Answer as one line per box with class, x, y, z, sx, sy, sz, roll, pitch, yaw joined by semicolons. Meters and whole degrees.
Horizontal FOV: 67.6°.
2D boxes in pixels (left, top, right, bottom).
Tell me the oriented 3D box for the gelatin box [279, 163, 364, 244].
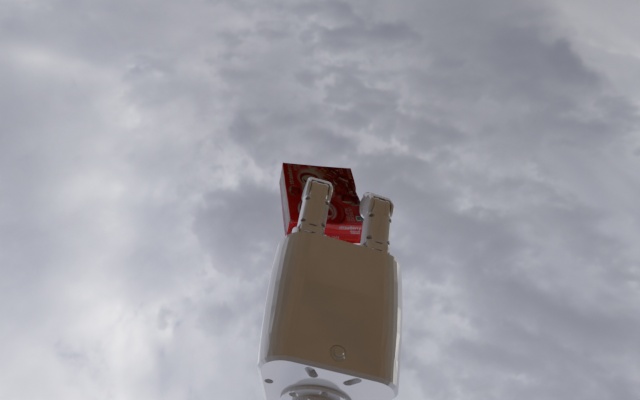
gelatin box;0.000;0.002;0.466;0.073;0.030;0.089;4;40;-13
